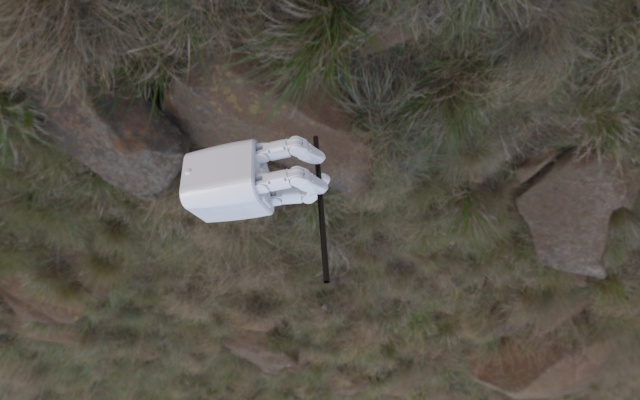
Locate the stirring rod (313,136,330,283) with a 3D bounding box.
[{"bbox_3d":[0.000,0.002,0.655,0.011,0.239,0.011,-3,-35,-2],"label":"stirring rod"}]
